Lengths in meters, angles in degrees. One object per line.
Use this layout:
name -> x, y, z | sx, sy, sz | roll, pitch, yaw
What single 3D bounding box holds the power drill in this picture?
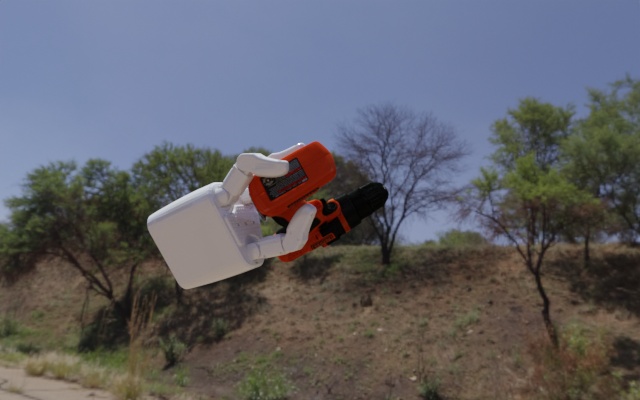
power drill -> 0.000, 0.002, 0.623 | 0.184, 0.057, 0.188 | -31, -29, -1
